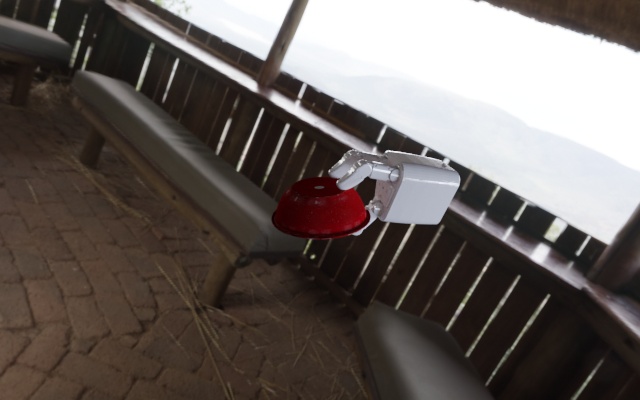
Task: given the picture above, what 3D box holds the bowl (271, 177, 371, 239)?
[{"bbox_3d":[-0.001,0.002,0.765,0.162,0.055,0.162,-2,23,1],"label":"bowl"}]
